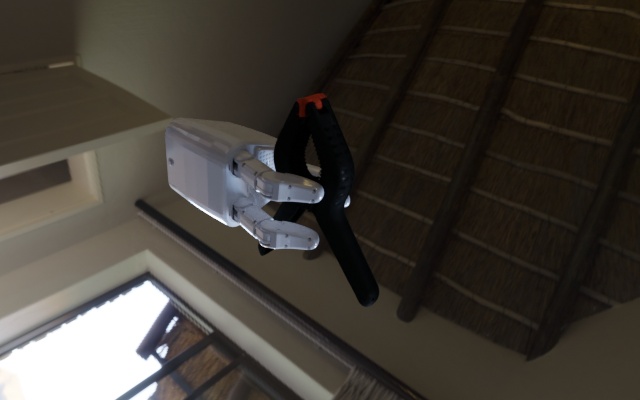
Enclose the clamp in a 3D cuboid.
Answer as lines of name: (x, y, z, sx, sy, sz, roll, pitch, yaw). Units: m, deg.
clamp: (0.000, 0.001, 0.482, 0.164, 0.210, 0.036, 26, 36, 31)
